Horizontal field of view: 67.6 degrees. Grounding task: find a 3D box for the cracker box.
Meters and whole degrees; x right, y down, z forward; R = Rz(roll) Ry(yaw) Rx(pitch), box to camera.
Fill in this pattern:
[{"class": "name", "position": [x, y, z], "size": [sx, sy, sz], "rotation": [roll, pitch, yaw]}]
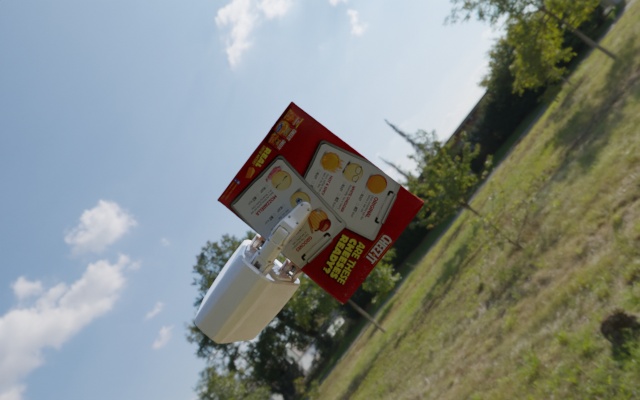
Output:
[{"class": "cracker box", "position": [0.000, 0.002, 0.628], "size": [0.213, 0.164, 0.072], "rotation": [38, 5, 8]}]
